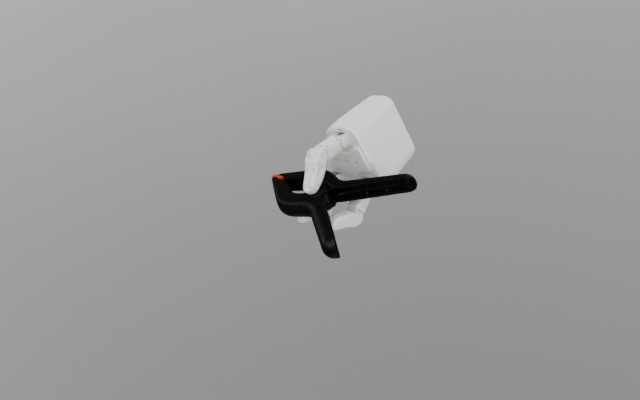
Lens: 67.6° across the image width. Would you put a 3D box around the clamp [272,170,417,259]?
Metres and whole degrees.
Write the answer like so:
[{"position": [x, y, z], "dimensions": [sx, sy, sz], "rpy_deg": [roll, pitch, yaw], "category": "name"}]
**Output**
[{"position": [0.000, 0.001, 0.638], "dimensions": [0.210, 0.036, 0.164], "rpy_deg": [13, 42, 39], "category": "clamp"}]
